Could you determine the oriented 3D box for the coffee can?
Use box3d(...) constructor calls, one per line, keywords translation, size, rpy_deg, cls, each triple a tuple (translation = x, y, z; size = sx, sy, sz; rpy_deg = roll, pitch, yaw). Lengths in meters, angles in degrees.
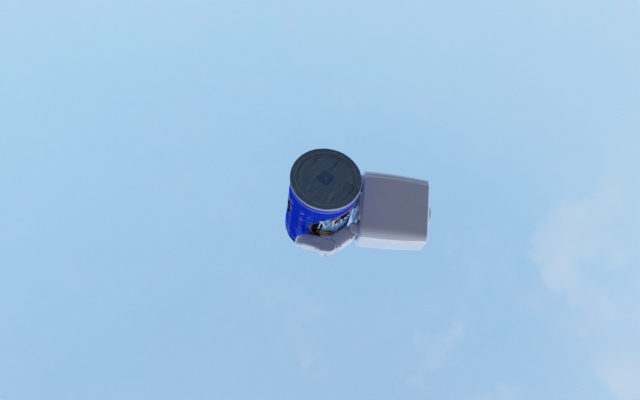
box3d(translation=(0.000, 0.002, 0.730), size=(0.103, 0.102, 0.140), rpy_deg=(0, -30, -8), cls="coffee can")
